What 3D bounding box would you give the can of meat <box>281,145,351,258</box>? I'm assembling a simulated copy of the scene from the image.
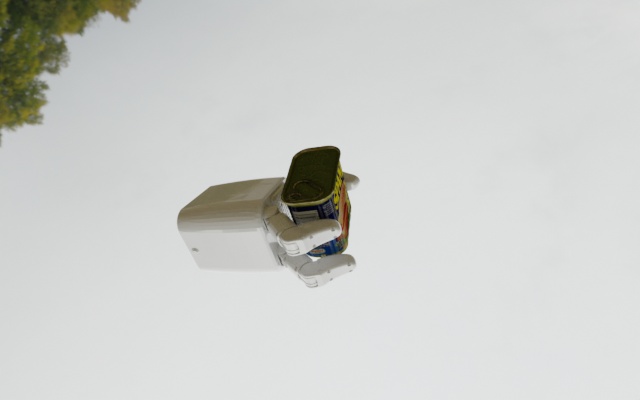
[{"bbox_3d":[0.000,0.002,0.537,0.057,0.084,0.102,-6,38,14],"label":"can of meat"}]
